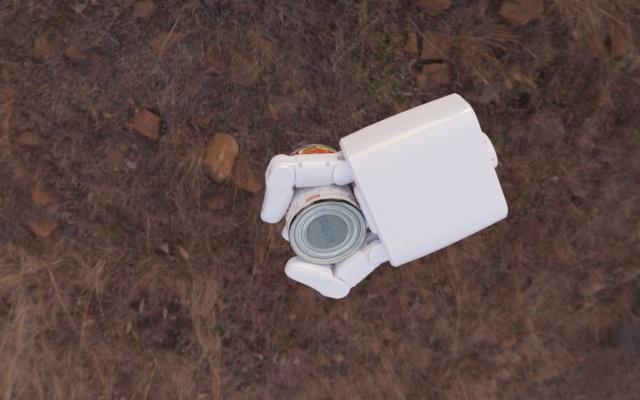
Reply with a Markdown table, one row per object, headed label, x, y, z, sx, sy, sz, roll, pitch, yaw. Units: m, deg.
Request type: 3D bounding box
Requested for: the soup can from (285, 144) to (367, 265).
| label | x | y | z | sx | sy | sz | roll | pitch | yaw |
| --- | --- | --- | --- | --- | --- | --- | --- | --- | --- |
| soup can | 0.000 | 0.002 | 0.434 | 0.068 | 0.068 | 0.102 | 0 | 32 | -9 |
